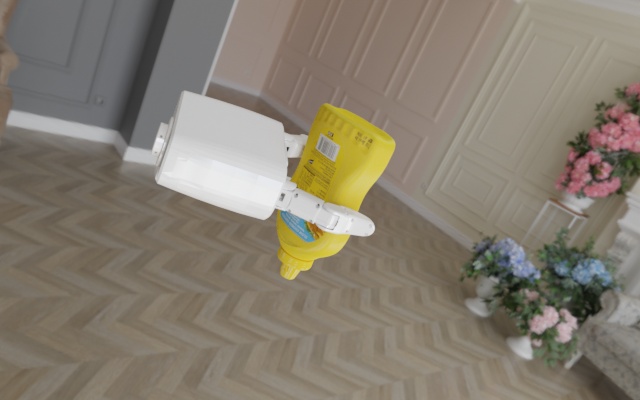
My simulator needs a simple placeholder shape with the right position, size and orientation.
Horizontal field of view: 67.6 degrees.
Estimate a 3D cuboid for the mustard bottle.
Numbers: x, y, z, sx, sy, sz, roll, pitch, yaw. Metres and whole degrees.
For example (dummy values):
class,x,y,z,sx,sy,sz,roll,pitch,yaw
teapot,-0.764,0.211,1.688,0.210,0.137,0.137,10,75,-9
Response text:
class,x,y,z,sx,sy,sz,roll,pitch,yaw
mustard bottle,0.000,0.002,0.508,0.058,0.192,0.096,7,25,-45
